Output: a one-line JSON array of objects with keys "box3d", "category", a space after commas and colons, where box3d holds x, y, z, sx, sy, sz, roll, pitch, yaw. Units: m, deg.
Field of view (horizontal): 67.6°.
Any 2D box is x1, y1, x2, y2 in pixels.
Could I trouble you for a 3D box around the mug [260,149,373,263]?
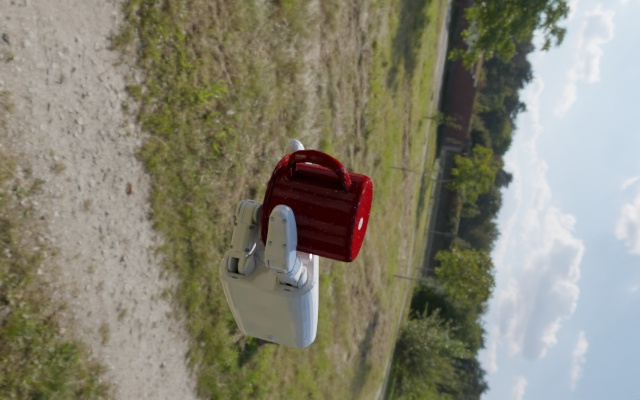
[{"box3d": [0.000, 0.000, 0.433, 0.081, 0.117, 0.093, 12, 47, 14], "category": "mug"}]
